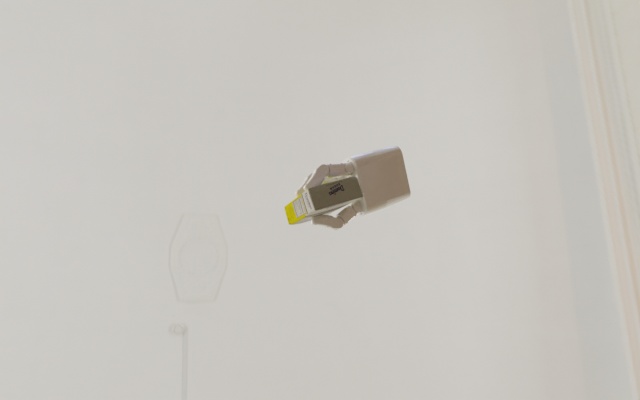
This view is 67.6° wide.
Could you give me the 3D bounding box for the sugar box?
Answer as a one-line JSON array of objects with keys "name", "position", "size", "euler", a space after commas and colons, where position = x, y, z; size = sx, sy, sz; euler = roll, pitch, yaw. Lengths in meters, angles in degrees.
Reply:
[{"name": "sugar box", "position": [0.000, 0.002, 0.868], "size": [0.093, 0.048, 0.176], "euler": [-16, -8, -20]}]
